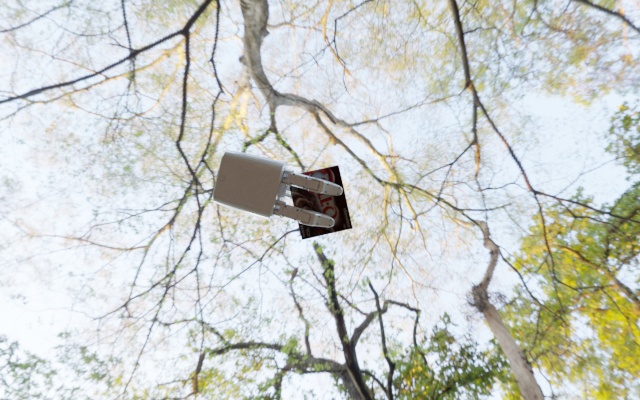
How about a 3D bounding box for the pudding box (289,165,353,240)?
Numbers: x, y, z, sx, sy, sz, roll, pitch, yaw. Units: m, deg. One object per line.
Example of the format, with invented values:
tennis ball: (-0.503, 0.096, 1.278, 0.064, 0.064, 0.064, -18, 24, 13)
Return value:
pudding box: (0.000, 0.003, 0.818, 0.090, 0.113, 0.039, -13, 4, 4)
